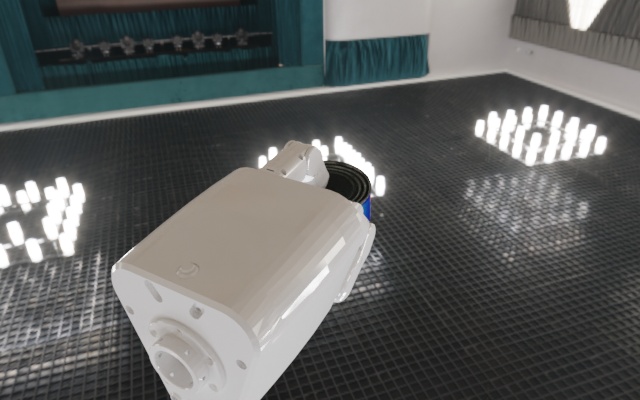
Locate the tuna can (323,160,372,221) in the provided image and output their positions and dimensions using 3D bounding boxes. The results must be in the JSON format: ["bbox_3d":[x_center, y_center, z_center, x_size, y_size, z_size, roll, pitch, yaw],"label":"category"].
[{"bbox_3d":[0.000,0.002,0.402,0.086,0.034,0.086,-3,34,2],"label":"tuna can"}]
